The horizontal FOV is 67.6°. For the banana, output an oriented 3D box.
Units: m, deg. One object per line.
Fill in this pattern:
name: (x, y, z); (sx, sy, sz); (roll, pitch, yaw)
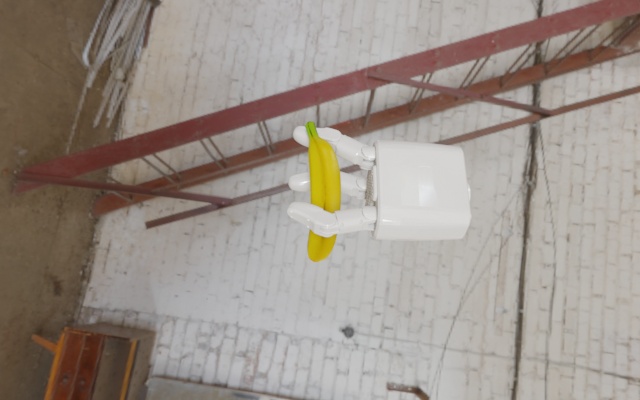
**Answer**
banana: (0.003, 0.008, 0.581); (0.037, 0.198, 0.069); (-3, 29, -8)
